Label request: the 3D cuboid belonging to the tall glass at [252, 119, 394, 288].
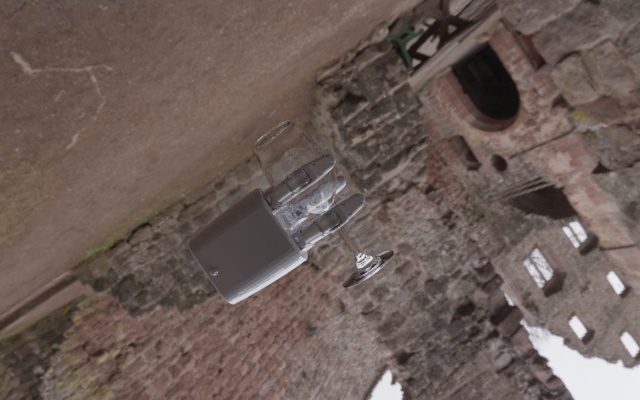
[{"bbox_3d":[0.001,0.002,0.571,0.079,0.201,0.079,-35,1,1],"label":"tall glass"}]
